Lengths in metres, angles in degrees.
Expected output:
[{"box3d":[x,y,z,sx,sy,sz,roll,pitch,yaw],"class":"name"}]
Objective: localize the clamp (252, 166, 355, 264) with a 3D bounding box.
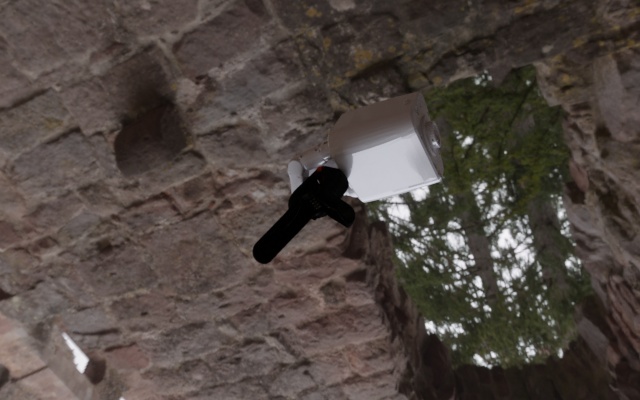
[{"box3d":[0.000,0.002,0.541,0.120,0.039,0.171,-16,27,28],"class":"clamp"}]
